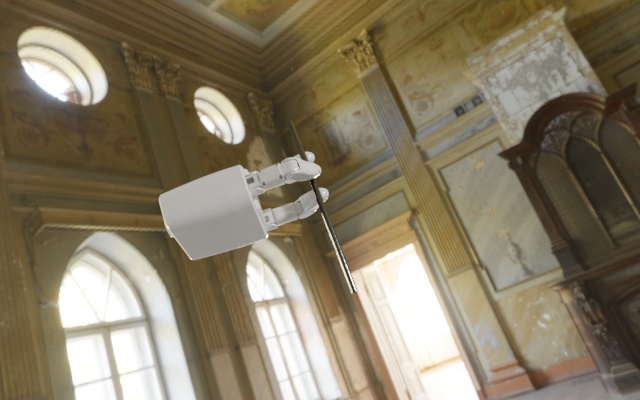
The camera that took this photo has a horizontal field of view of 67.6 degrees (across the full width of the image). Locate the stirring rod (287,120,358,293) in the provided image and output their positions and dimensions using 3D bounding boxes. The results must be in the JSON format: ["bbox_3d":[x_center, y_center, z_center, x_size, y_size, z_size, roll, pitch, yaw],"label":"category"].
[{"bbox_3d":[0.000,0.002,0.603,0.011,0.239,0.011,-19,-18,-6],"label":"stirring rod"}]
